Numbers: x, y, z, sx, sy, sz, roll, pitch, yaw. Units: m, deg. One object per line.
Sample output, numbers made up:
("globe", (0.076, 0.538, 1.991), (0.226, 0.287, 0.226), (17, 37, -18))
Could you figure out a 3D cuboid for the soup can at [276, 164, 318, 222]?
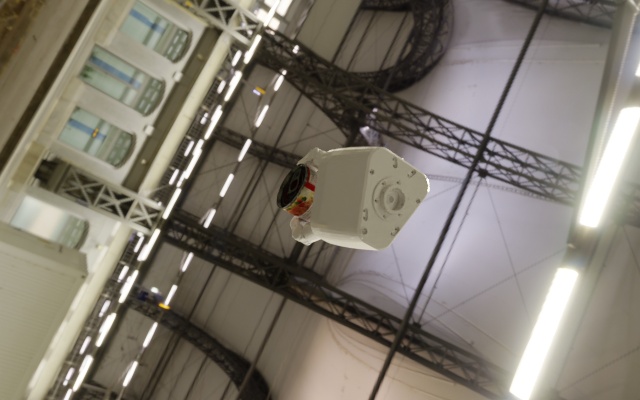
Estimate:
("soup can", (0.000, 0.002, 0.661), (0.102, 0.068, 0.068), (29, -14, -26))
